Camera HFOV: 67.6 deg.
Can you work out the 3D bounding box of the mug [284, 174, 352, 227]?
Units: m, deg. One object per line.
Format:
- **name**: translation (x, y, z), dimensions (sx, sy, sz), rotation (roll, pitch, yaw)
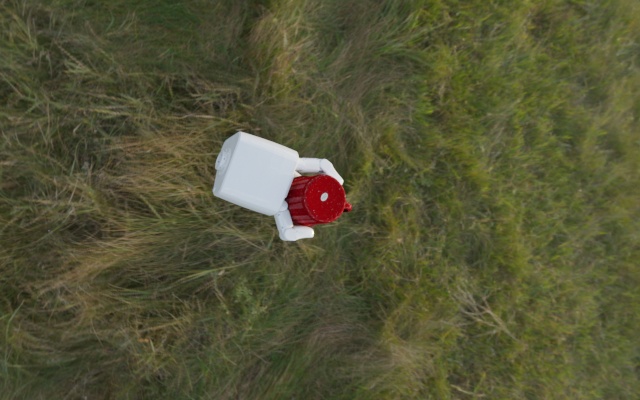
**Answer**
- **mug**: translation (0.001, 0.003, 0.816), dimensions (0.117, 0.093, 0.081), rotation (17, -11, -26)
